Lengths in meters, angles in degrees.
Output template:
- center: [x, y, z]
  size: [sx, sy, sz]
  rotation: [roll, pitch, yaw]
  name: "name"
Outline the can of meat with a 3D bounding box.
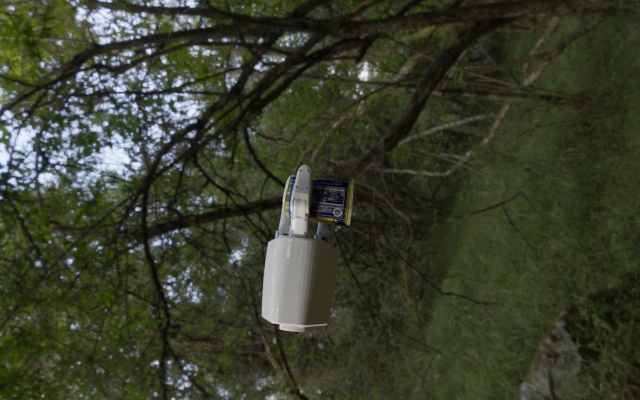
- center: [0.000, 0.002, 0.634]
  size: [0.084, 0.057, 0.102]
  rotation: [6, -7, 3]
  name: "can of meat"
